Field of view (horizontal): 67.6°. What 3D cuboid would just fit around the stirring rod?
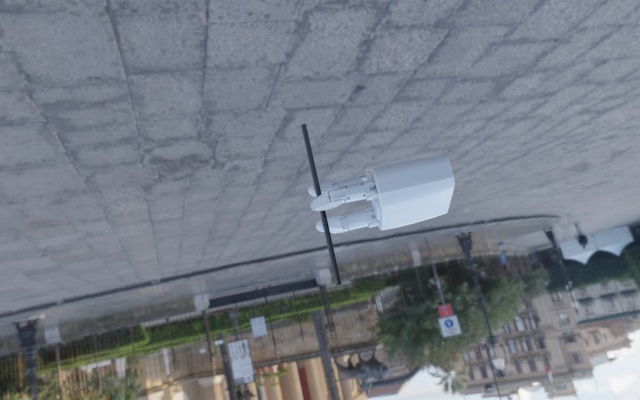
[{"bbox_3d":[0.000,0.002,0.687,0.011,0.239,0.011,-12,-12,-3],"label":"stirring rod"}]
